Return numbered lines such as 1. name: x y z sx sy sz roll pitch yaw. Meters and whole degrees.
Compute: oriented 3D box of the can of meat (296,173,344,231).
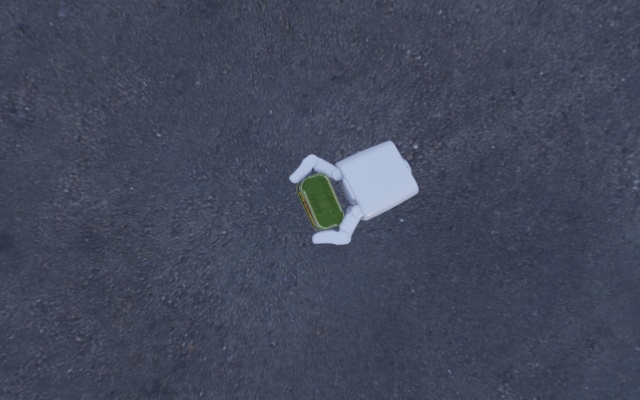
1. can of meat: 0.000 0.003 0.837 0.057 0.102 0.084 -24 1 -6
